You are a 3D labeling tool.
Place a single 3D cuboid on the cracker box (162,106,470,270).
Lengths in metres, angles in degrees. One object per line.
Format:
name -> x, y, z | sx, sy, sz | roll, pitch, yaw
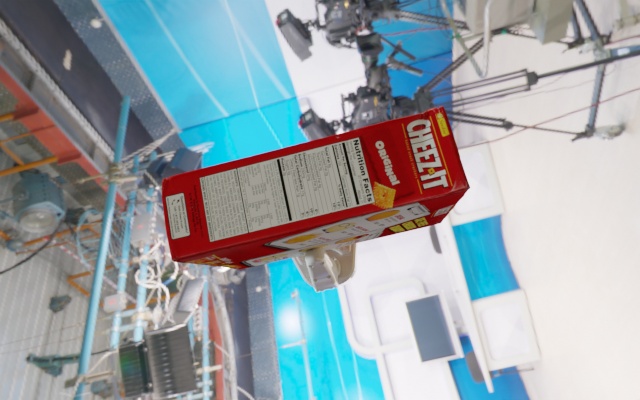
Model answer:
cracker box -> 0.000, 0.002, 0.408 | 0.214, 0.072, 0.164 | -14, -12, 4
